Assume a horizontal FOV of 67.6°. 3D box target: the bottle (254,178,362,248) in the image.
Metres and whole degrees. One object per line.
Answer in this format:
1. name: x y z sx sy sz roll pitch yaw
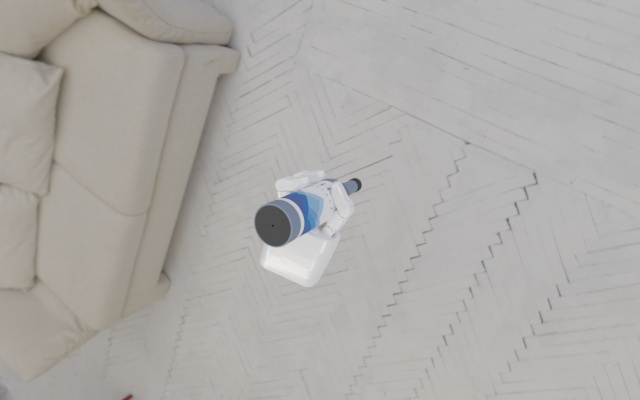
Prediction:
1. bottle: 0.000 0.003 0.810 0.069 0.069 0.295 0 13 29
